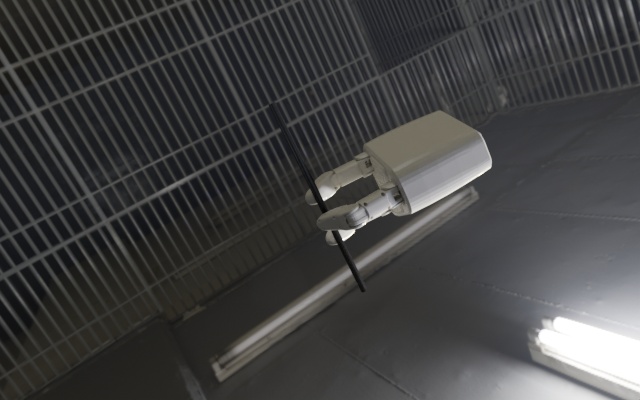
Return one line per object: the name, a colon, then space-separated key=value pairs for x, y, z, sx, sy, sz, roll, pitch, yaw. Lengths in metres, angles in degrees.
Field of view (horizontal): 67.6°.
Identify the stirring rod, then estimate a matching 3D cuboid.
stirring rod: x=0.000 y=0.002 z=0.535 sx=0.011 sy=0.239 sz=0.011 roll=-25 pitch=14 yaw=7
